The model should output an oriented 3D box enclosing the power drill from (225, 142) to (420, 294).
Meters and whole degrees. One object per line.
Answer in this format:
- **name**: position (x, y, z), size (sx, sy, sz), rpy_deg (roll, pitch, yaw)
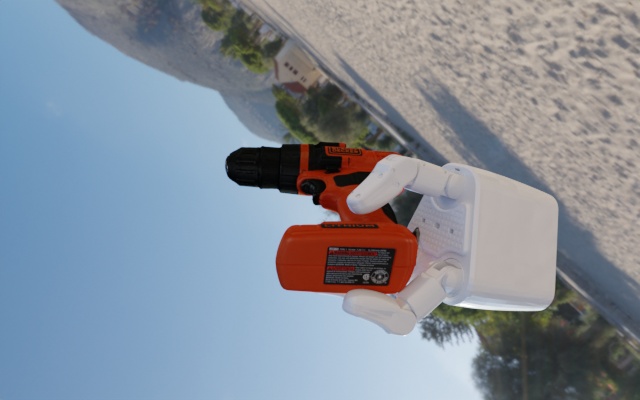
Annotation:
- **power drill**: position (0.000, 0.002, 0.424), size (0.184, 0.057, 0.187), rpy_deg (1, 31, -4)
